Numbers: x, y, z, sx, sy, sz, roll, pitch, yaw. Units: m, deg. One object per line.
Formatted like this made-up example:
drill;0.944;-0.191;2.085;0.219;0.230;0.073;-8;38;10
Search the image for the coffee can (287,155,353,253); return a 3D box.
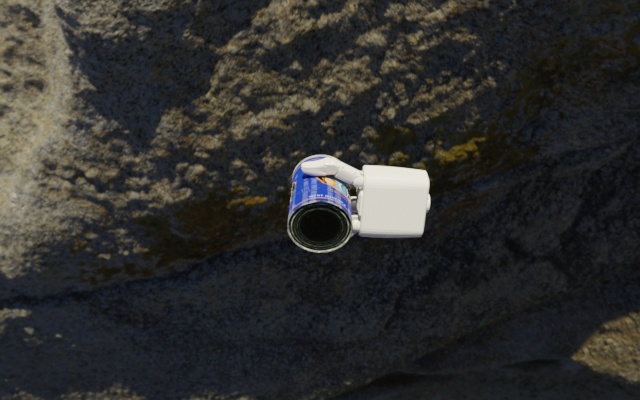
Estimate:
coffee can;0.000;0.002;0.794;0.103;0.103;0.140;0;36;1
